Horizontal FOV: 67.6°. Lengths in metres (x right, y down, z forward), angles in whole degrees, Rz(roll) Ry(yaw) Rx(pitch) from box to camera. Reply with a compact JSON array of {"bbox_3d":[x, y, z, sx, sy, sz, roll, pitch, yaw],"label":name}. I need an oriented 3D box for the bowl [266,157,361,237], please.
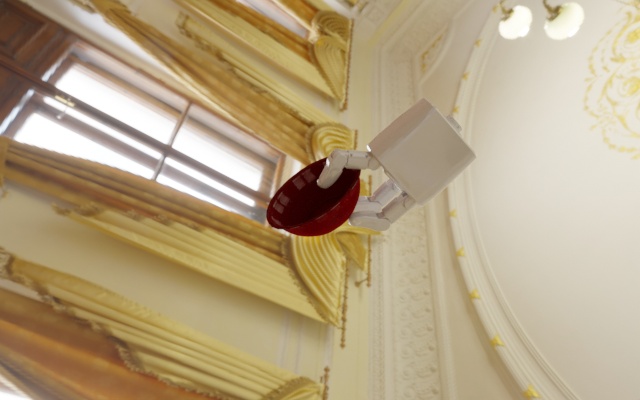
[{"bbox_3d":[-0.001,0.003,0.714,0.162,0.055,0.162,-25,30,16],"label":"bowl"}]
